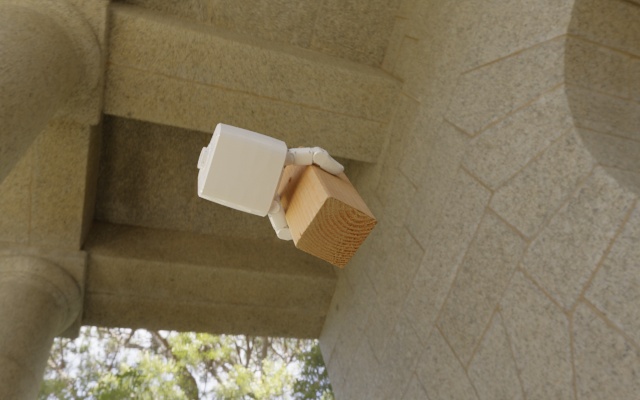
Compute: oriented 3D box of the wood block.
[{"bbox_3d":[0.000,0.002,0.756,0.090,0.091,0.206,27,17,-25],"label":"wood block"}]
